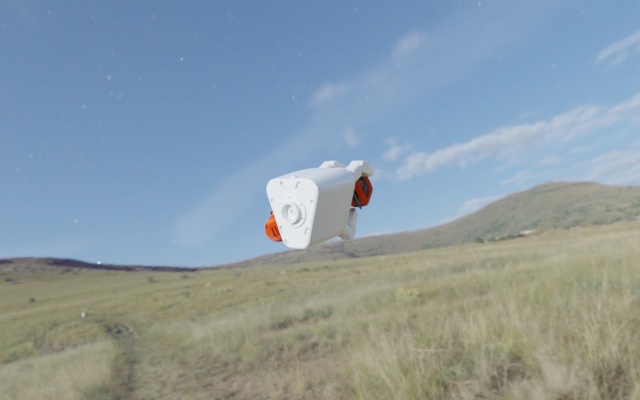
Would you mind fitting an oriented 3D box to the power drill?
[{"bbox_3d":[0.000,0.003,0.873,0.188,0.057,0.184,-25,12,17],"label":"power drill"}]
